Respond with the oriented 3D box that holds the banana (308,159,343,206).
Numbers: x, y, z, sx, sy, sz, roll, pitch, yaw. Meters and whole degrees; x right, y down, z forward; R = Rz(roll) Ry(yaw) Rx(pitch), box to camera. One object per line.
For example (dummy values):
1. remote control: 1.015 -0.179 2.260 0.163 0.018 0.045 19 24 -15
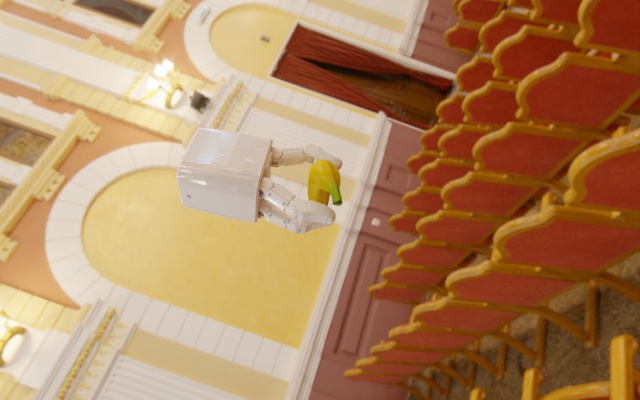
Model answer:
1. banana: 0.001 -0.017 0.662 0.037 0.069 0.198 2 -7 -5
